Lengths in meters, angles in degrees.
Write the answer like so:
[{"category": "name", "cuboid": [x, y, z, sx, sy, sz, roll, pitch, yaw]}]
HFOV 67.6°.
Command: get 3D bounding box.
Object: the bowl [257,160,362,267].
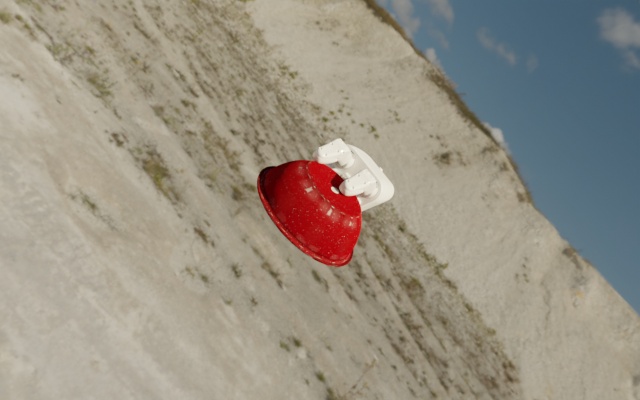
[{"category": "bowl", "cuboid": [0.000, 0.002, 0.597, 0.055, 0.162, 0.162, -43, -21, 24]}]
